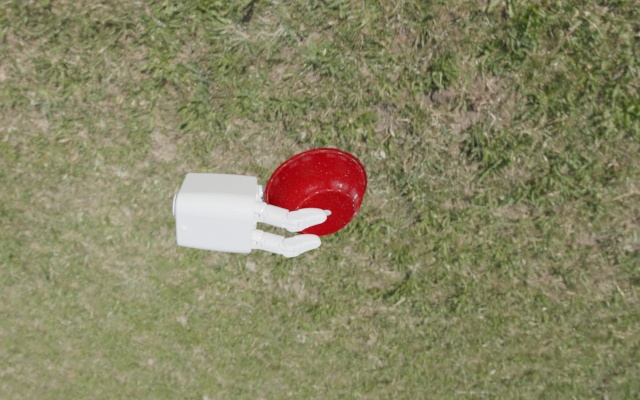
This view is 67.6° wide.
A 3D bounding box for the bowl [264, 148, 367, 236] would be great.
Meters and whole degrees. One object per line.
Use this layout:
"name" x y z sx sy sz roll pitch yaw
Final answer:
"bowl" 0.002 0.002 0.711 0.162 0.162 0.055 0 41 -19
